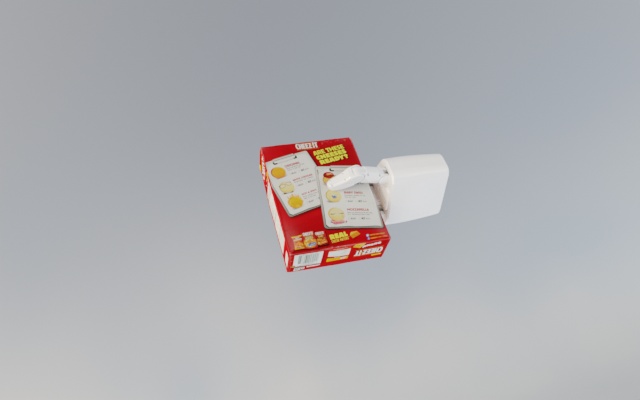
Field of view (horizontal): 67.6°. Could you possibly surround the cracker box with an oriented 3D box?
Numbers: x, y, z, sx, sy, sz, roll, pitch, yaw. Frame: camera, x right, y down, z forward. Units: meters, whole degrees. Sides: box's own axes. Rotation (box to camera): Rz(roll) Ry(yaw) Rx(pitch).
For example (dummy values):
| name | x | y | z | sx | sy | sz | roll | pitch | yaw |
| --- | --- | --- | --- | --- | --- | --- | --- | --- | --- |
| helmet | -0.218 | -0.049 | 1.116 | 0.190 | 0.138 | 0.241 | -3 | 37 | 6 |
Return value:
| name | x | y | z | sx | sy | sz | roll | pitch | yaw |
| --- | --- | --- | --- | --- | --- | --- | --- | --- | --- |
| cracker box | 0.000 | 0.003 | 0.790 | 0.164 | 0.213 | 0.072 | -8 | -34 | -16 |
